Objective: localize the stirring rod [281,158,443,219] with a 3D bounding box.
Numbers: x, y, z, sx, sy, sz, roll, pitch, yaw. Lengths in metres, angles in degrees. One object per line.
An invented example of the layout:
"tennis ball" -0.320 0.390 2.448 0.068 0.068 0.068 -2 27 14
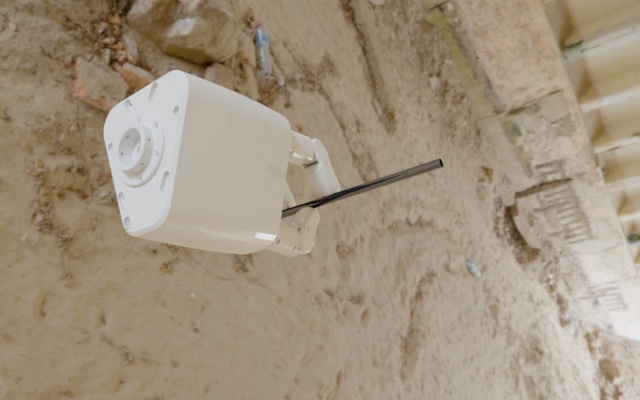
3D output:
"stirring rod" 0.000 0.002 0.450 0.239 0.011 0.011 -18 -10 31
